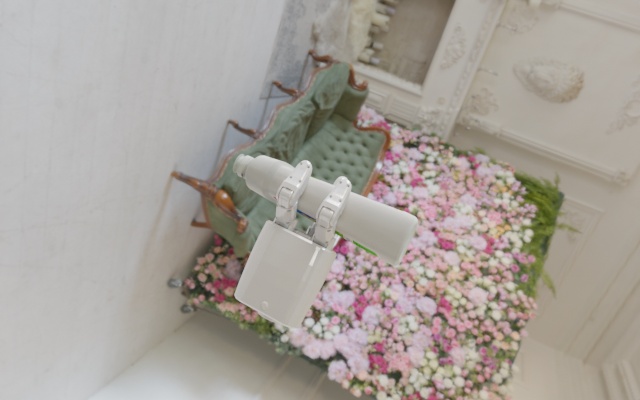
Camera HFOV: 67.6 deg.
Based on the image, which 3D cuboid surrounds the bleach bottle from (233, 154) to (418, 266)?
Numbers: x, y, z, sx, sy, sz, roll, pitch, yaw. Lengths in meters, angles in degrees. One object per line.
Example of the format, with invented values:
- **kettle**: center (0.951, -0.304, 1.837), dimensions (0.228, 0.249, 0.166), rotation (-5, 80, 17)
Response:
- **bleach bottle**: center (0.000, 0.002, 0.630), dimensions (0.251, 0.068, 0.102), rotation (25, -3, 14)
